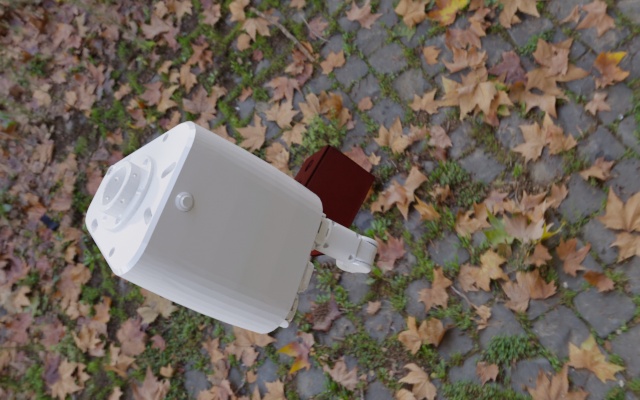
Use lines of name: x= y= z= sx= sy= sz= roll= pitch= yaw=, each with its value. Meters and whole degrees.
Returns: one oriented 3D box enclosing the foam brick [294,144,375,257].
foam brick: x=0.000 y=0.001 z=0.405 sx=0.051 sy=0.078 sz=0.053 roll=34 pitch=-21 yaw=-13
